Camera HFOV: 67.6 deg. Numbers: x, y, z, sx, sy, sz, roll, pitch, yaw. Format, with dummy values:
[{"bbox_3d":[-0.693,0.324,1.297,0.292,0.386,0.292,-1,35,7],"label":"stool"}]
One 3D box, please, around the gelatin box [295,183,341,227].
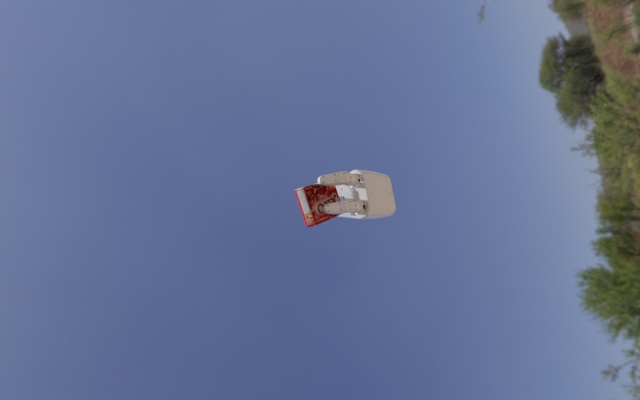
[{"bbox_3d":[0.000,0.003,0.898,0.030,0.073,0.089,-17,2,43],"label":"gelatin box"}]
